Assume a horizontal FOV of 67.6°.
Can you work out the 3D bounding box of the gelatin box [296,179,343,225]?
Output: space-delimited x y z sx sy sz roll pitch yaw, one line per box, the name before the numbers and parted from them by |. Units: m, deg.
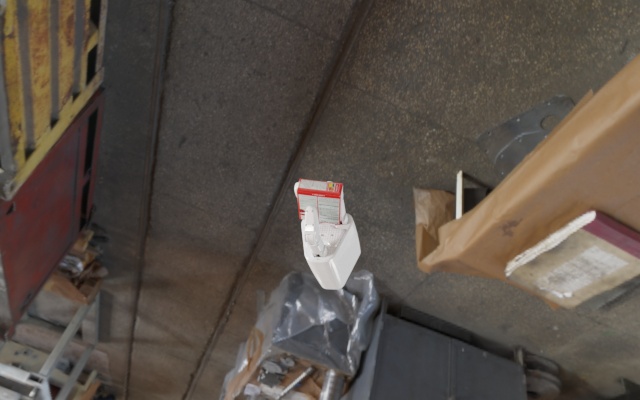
gelatin box | 0.000 0.003 0.810 0.073 0.030 0.089 7 -34 7
